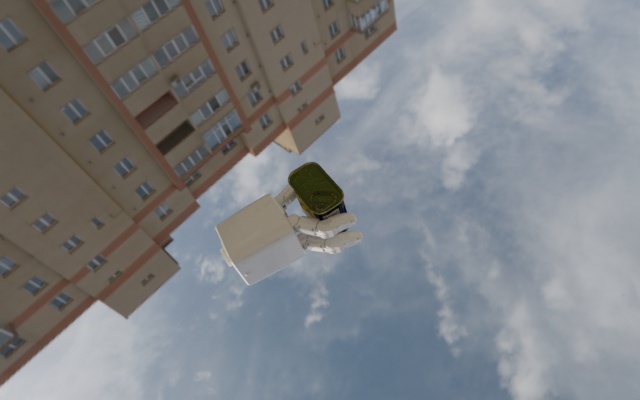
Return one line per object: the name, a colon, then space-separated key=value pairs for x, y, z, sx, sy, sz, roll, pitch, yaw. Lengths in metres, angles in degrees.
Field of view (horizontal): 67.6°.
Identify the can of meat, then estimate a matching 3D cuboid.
can of meat: x=0.000 y=0.003 z=0.761 sx=0.057 sy=0.102 sz=0.084 roll=-33 pitch=-37 yaw=-10
